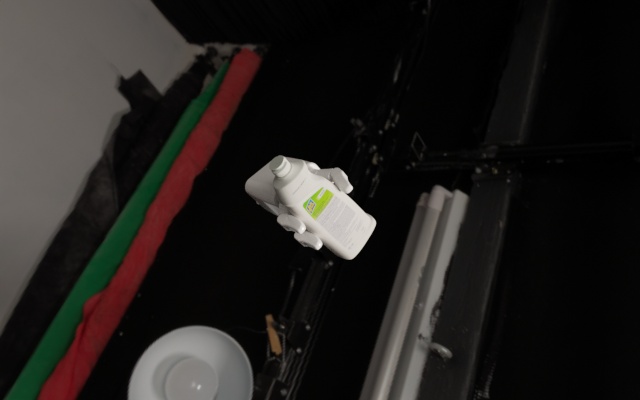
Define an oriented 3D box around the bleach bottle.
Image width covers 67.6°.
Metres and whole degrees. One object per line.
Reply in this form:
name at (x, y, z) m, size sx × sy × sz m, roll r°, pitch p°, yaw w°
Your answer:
bleach bottle at (0.000, 0.003, 0.835) m, size 0.068 × 0.102 × 0.251 m, roll 18°, pitch -21°, yaw 46°
